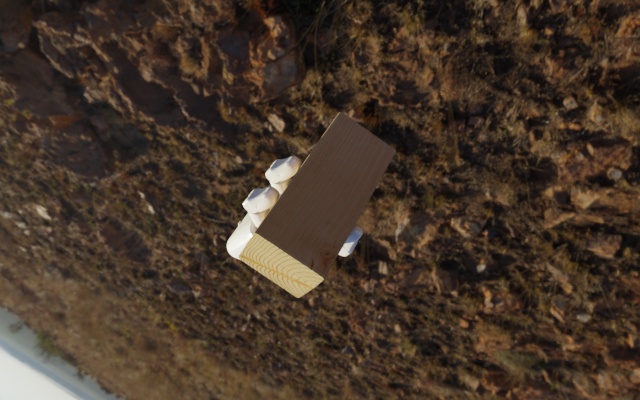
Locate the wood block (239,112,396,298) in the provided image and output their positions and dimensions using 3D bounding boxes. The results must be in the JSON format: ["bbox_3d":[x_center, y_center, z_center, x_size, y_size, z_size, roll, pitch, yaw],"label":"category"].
[{"bbox_3d":[0.000,0.002,0.587,0.091,0.206,0.090,35,-32,-4],"label":"wood block"}]
